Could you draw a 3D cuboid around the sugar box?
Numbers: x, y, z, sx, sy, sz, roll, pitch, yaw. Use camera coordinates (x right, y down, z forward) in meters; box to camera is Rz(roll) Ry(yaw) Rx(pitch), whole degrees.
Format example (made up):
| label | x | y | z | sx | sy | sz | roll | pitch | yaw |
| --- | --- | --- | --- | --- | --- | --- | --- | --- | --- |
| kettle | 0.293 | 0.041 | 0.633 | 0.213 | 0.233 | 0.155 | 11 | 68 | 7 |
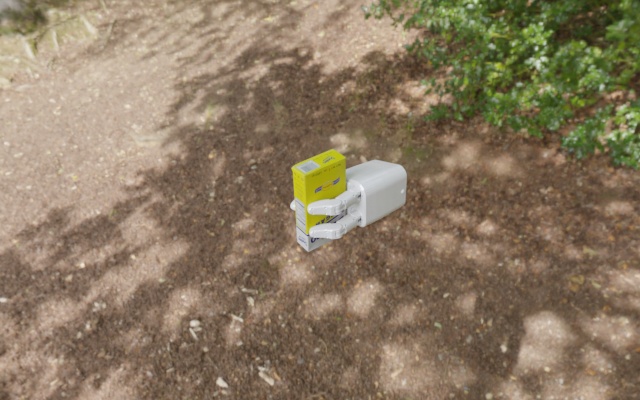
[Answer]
| label | x | y | z | sx | sy | sz | roll | pitch | yaw |
| --- | --- | --- | --- | --- | --- | --- | --- | --- | --- |
| sugar box | 0.001 | 0.003 | 0.875 | 0.093 | 0.176 | 0.048 | -25 | 40 | -27 |
